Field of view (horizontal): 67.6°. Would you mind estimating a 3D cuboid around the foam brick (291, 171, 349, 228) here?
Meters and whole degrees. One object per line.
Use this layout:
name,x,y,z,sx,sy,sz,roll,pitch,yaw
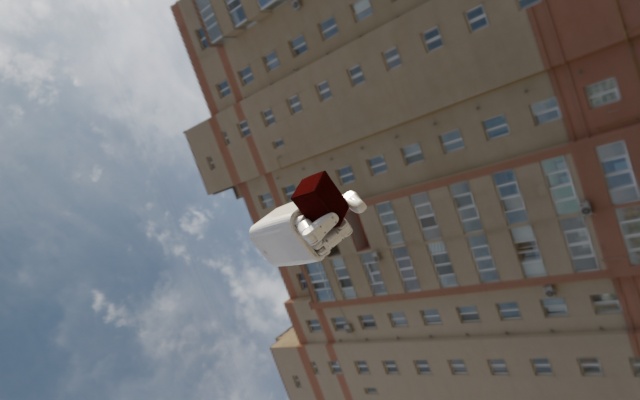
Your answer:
foam brick,0.000,0.002,0.761,0.051,0.078,0.053,-15,32,37
